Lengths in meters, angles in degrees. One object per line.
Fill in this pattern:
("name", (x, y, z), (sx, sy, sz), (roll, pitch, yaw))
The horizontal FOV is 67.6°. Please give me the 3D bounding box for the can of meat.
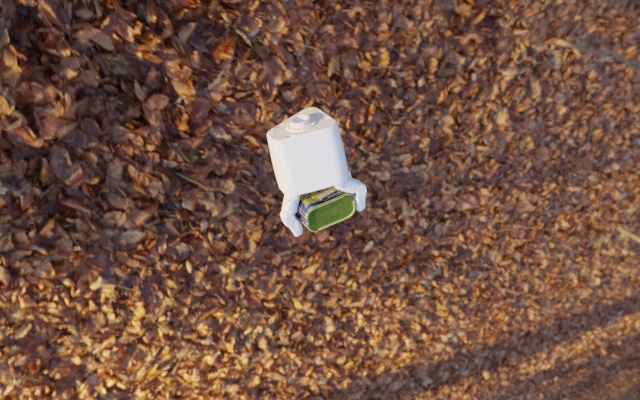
("can of meat", (0.000, 0.003, 0.846), (0.102, 0.057, 0.084), (-23, 37, -19))
